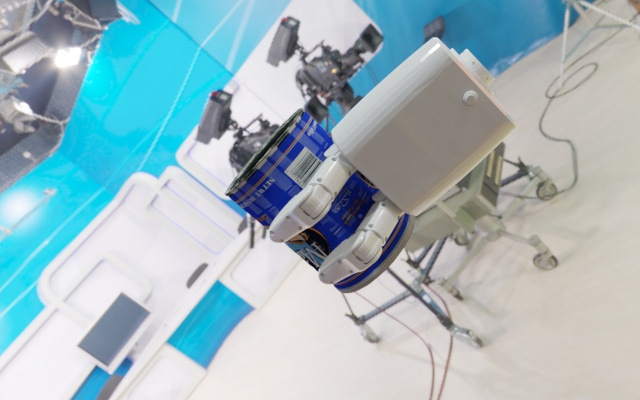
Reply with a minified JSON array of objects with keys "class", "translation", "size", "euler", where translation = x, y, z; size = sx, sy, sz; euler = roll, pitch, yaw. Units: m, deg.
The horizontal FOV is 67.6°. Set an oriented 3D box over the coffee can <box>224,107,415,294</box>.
[{"class":"coffee can","translation":[0.000,0.002,0.434],"size":[0.140,0.103,0.103],"euler":[41,-12,-13]}]
